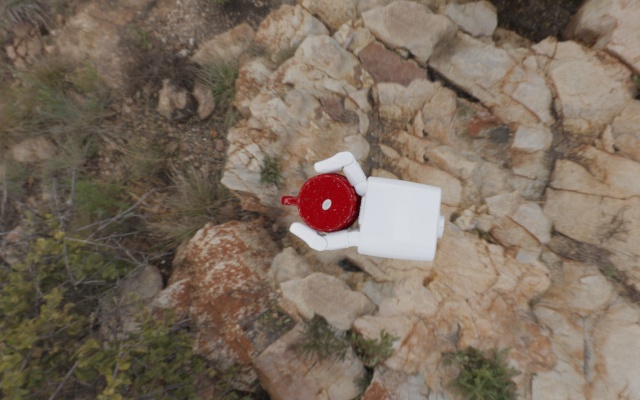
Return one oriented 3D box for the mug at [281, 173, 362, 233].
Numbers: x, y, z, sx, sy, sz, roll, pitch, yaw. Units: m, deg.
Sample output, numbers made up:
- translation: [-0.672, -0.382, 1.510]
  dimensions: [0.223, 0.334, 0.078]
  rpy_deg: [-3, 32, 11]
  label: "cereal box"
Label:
- translation: [-0.001, 0.002, 0.700]
  dimensions: [0.117, 0.093, 0.081]
  rpy_deg: [6, 0, 8]
  label: "mug"
